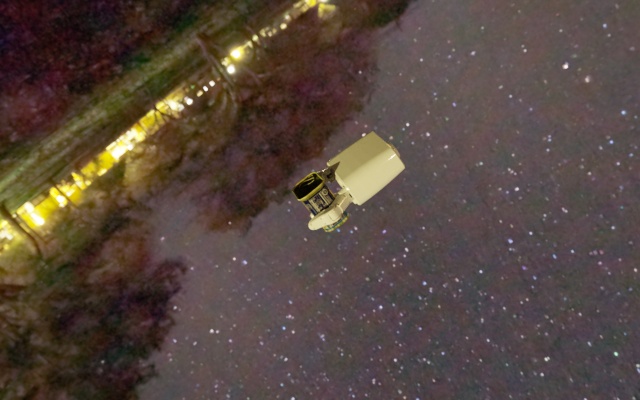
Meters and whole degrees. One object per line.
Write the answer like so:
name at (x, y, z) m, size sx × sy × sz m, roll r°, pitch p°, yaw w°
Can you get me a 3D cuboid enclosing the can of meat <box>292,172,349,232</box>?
can of meat at (0.000, 0.003, 0.870) m, size 0.057 × 0.084 × 0.102 m, roll -39°, pitch 19°, yaw -1°
